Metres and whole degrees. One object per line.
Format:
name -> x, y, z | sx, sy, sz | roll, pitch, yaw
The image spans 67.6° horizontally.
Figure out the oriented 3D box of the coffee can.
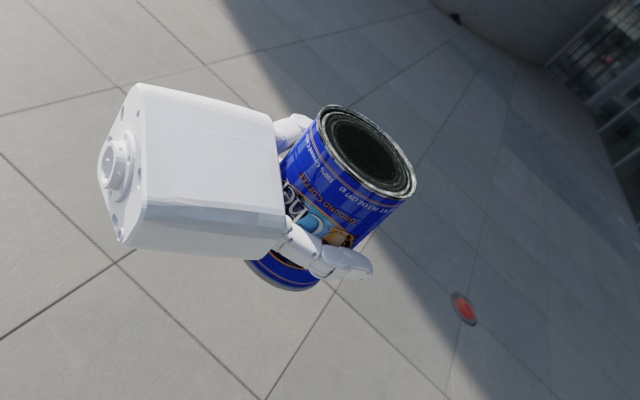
coffee can -> 0.000, 0.002, 0.426 | 0.103, 0.102, 0.140 | 0, -38, -47
